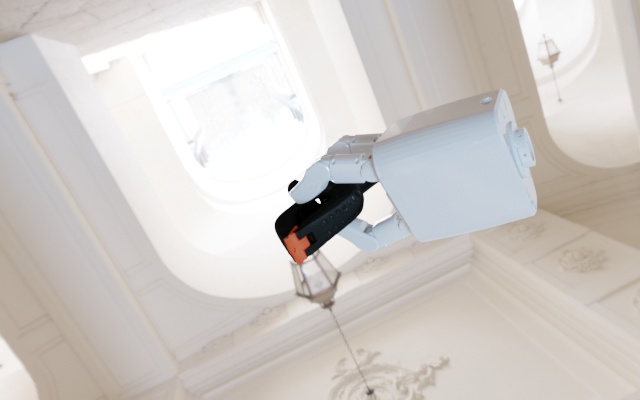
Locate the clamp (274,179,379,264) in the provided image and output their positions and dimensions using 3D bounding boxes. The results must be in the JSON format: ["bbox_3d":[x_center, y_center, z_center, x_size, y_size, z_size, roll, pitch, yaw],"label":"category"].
[{"bbox_3d":[0.000,0.003,0.501,0.164,0.036,0.210,-18,18,32],"label":"clamp"}]
